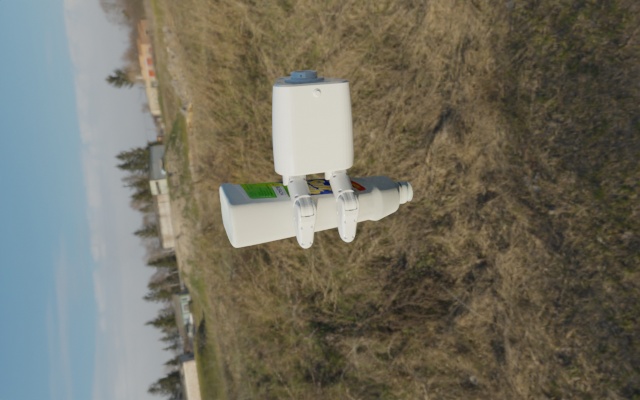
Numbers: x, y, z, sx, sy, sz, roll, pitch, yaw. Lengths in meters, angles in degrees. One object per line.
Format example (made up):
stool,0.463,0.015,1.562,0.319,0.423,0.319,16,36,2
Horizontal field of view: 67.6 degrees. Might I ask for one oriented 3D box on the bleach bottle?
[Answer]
bleach bottle,0.000,0.002,0.634,0.251,0.068,0.102,-8,21,-17
